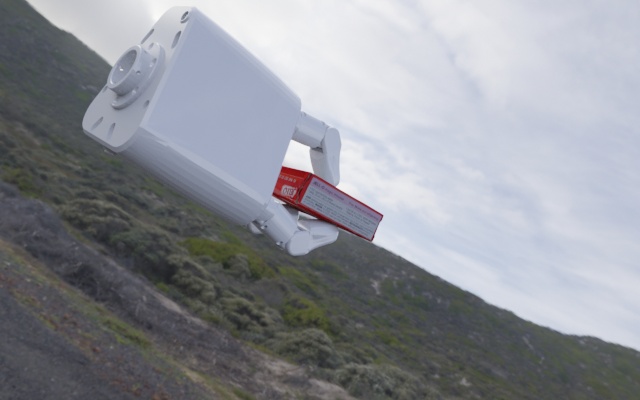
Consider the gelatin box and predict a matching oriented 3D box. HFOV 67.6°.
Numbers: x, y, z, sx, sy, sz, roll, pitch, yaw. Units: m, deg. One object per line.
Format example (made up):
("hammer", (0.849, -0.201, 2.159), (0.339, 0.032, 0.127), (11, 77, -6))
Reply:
("gelatin box", (0.001, 0.001, 0.426), (0.089, 0.030, 0.073), (28, -4, -32))
